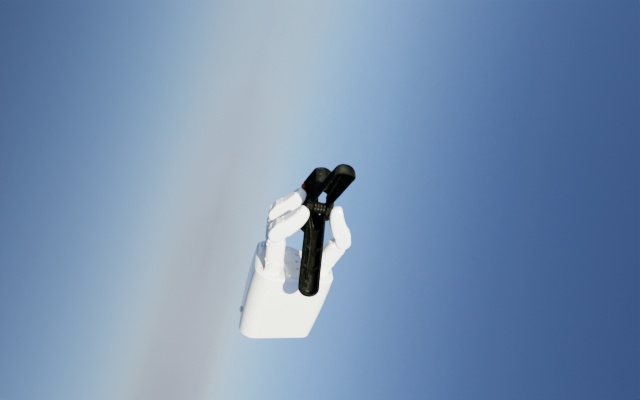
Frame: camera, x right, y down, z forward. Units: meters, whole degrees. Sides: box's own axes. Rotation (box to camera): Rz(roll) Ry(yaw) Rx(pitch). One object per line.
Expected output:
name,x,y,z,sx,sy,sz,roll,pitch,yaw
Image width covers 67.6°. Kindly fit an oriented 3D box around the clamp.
clamp,0.001,0.002,0.623,0.036,0.165,0.210,15,23,-11
